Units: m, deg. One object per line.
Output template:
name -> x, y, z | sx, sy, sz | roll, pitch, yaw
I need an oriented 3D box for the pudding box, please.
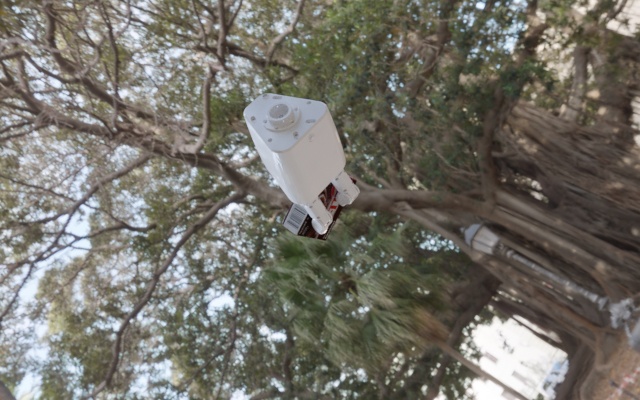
pudding box -> 0.000, 0.002, 0.731 | 0.039, 0.113, 0.090 | 33, 8, 31
